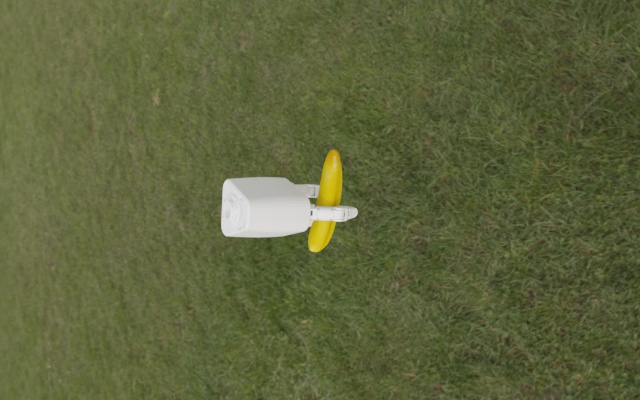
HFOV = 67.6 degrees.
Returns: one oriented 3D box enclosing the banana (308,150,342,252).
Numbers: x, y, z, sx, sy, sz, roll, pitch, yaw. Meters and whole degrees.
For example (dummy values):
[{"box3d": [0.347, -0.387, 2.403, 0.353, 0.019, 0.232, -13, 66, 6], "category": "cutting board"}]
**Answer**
[{"box3d": [0.005, 0.015, 0.807, 0.037, 0.198, 0.069, 2, 29, -23], "category": "banana"}]
